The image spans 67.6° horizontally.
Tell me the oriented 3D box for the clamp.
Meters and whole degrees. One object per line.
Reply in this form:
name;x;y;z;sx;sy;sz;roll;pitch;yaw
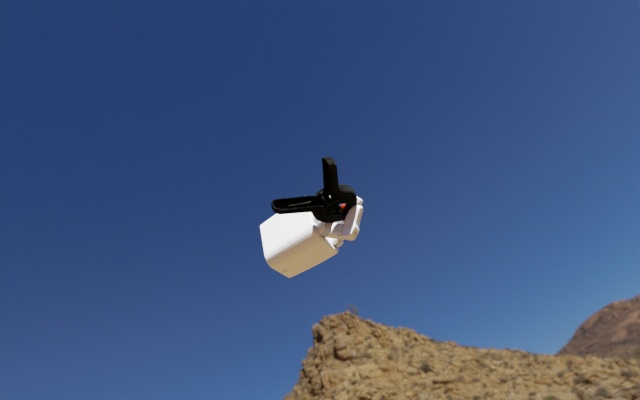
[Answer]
clamp;0.000;0.002;0.766;0.120;0.039;0.171;-30;-34;11
